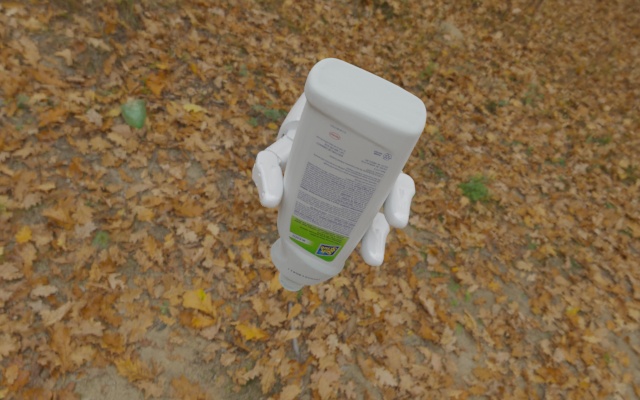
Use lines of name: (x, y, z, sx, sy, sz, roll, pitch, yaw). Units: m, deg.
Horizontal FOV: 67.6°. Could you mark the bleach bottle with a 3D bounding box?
bleach bottle: (0.000, 0.002, 0.451, 0.102, 0.251, 0.068, 25, 41, -1)
